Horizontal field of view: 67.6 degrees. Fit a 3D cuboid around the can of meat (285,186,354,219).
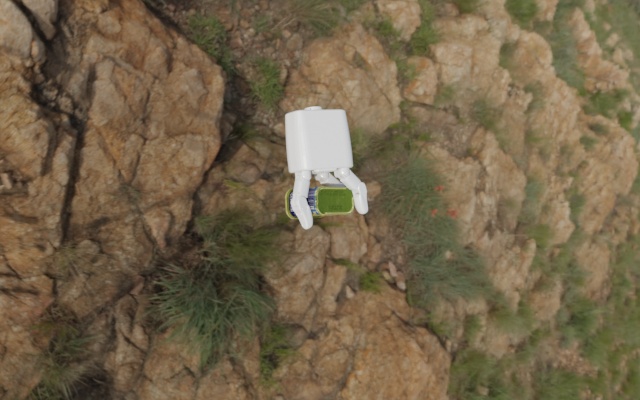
[{"bbox_3d":[0.000,0.003,0.885,0.102,0.057,0.084,-1,-4,-43],"label":"can of meat"}]
